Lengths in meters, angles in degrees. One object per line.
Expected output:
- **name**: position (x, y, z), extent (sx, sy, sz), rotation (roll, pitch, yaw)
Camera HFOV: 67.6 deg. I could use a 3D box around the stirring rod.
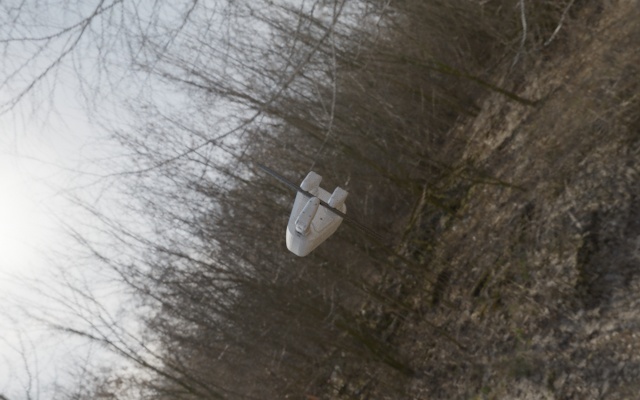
- **stirring rod**: position (0.000, 0.003, 0.802), extent (0.239, 0.011, 0.011), rotation (31, 4, 6)
